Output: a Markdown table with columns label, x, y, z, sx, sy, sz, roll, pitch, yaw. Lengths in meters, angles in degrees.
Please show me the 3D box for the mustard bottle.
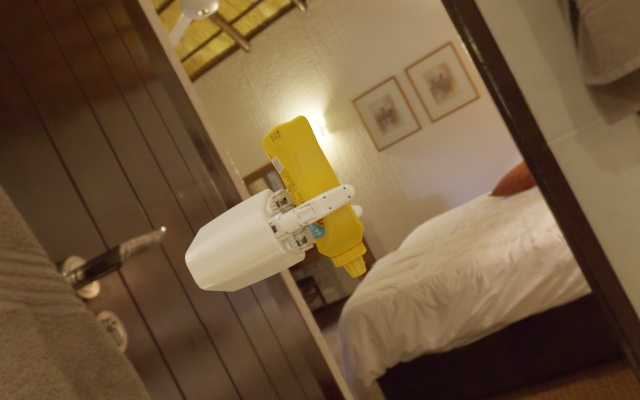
| label | x | y | z | sx | sy | sz | roll | pitch | yaw |
| --- | --- | --- | --- | --- | --- | --- | --- | --- | --- |
| mustard bottle | 0.000 | 0.001 | 0.554 | 0.058 | 0.191 | 0.096 | -28 | 0 | -17 |
